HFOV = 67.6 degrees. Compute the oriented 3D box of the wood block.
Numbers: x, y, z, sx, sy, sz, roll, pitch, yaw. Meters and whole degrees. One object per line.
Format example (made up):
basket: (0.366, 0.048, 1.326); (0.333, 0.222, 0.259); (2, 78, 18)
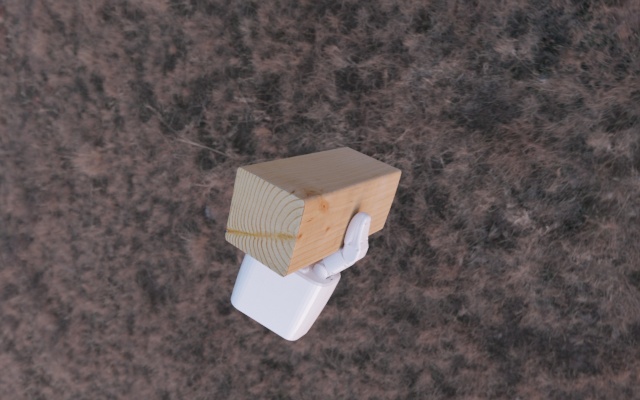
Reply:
wood block: (0.000, 0.002, 0.562); (0.091, 0.090, 0.206); (28, 26, 27)
